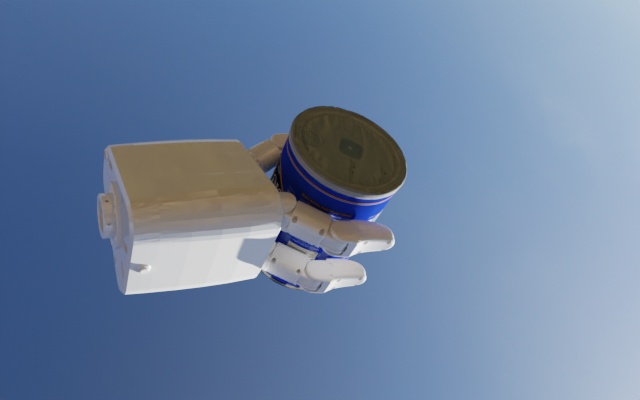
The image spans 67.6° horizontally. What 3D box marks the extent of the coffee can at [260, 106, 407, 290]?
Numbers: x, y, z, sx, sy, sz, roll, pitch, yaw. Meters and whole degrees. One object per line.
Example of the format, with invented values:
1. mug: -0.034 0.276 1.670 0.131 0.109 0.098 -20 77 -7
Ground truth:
1. coffee can: 0.000 0.001 0.434 0.103 0.102 0.140 0 -40 -28
